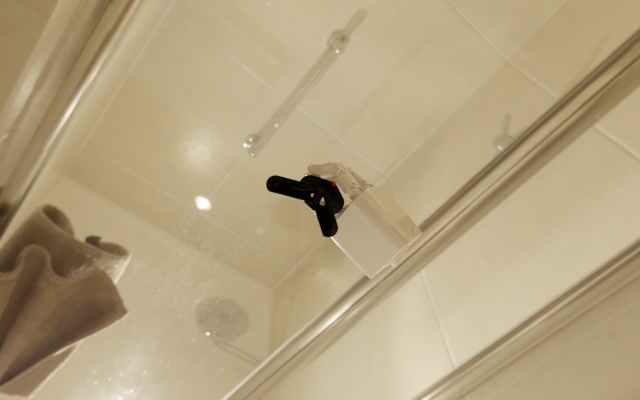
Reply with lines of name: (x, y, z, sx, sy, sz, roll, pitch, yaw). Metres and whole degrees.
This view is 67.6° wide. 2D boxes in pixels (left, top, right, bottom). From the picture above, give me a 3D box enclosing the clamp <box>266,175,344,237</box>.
clamp: (0.000, 0.003, 0.718, 0.039, 0.120, 0.171, -48, -14, 22)
